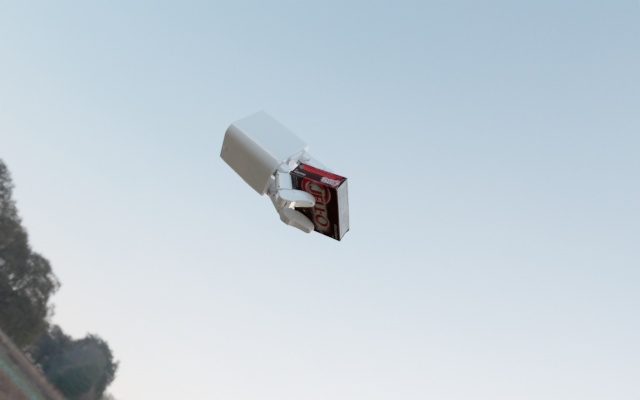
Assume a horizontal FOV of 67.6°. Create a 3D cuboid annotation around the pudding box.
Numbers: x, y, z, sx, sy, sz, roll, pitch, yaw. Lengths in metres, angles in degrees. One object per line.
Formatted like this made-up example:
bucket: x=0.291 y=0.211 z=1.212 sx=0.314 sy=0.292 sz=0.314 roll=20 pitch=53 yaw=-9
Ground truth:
pudding box: x=0.000 y=0.002 z=0.771 sx=0.090 sy=0.114 sz=0.039 roll=21 pitch=48 yaw=29
